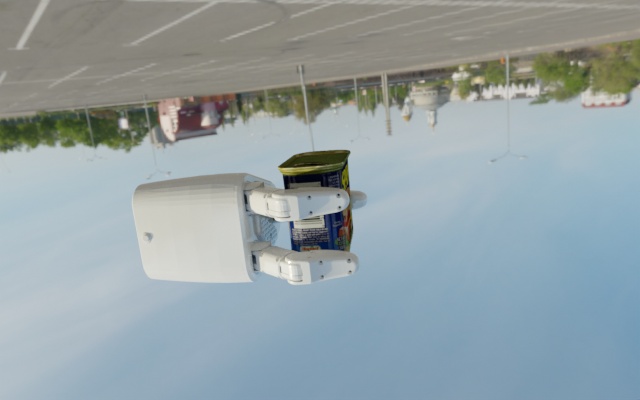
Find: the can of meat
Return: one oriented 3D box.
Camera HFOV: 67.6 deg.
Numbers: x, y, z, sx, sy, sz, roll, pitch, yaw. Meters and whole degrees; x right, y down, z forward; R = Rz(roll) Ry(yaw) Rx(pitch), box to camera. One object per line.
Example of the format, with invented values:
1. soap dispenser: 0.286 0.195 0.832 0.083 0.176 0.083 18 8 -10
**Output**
1. can of meat: 0.000 0.002 0.442 0.057 0.084 0.102 -3 13 9
